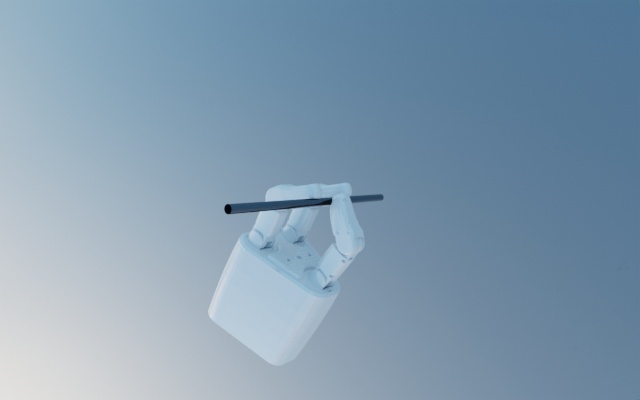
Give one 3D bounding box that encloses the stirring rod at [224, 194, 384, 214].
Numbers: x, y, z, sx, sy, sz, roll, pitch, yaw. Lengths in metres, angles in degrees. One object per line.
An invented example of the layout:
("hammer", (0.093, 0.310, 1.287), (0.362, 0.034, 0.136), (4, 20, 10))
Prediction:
("stirring rod", (0.000, 0.002, 0.457), (0.011, 0.011, 0.239), (0, 2, 36))
